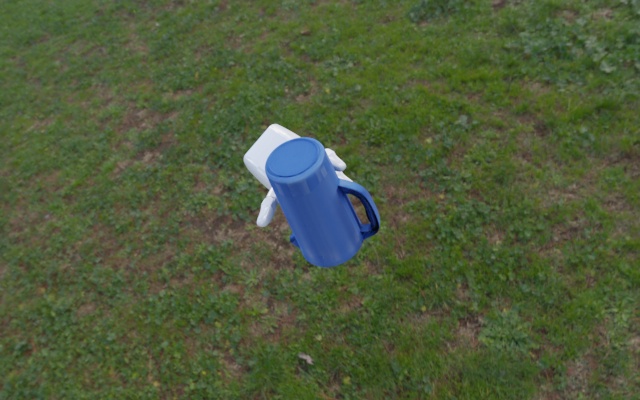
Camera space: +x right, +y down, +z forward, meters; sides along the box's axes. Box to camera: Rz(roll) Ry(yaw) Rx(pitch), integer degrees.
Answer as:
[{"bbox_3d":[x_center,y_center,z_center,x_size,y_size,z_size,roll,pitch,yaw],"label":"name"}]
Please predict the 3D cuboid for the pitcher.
[{"bbox_3d":[0.000,0.003,0.874,0.149,0.243,0.145,-39,48,-14],"label":"pitcher"}]
